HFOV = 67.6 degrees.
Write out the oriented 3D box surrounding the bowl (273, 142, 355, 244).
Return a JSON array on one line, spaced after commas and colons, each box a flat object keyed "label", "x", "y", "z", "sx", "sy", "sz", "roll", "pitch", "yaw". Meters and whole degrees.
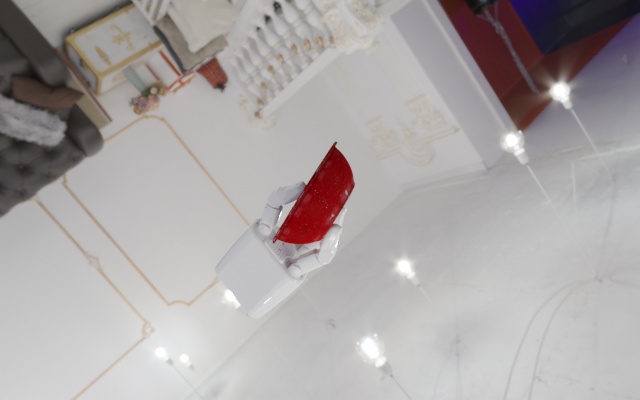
[{"label": "bowl", "x": 0.001, "y": 0.001, "z": 0.645, "sx": 0.055, "sy": 0.162, "sz": 0.162, "roll": 32, "pitch": 0, "yaw": -1}]
